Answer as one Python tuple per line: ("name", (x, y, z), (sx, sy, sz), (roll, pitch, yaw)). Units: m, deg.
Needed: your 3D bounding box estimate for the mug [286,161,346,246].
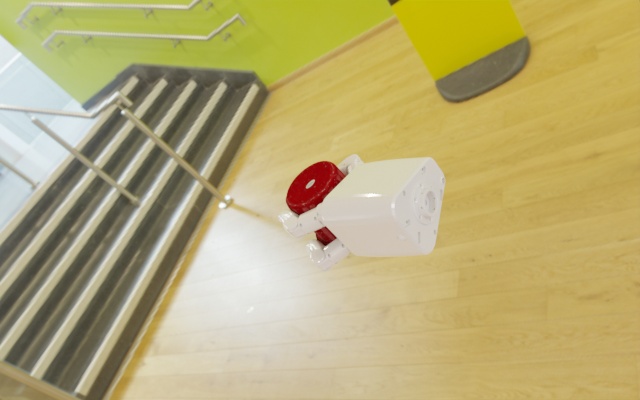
("mug", (-0.001, 0.002, 0.650), (0.117, 0.093, 0.081), (-5, -42, 45))
